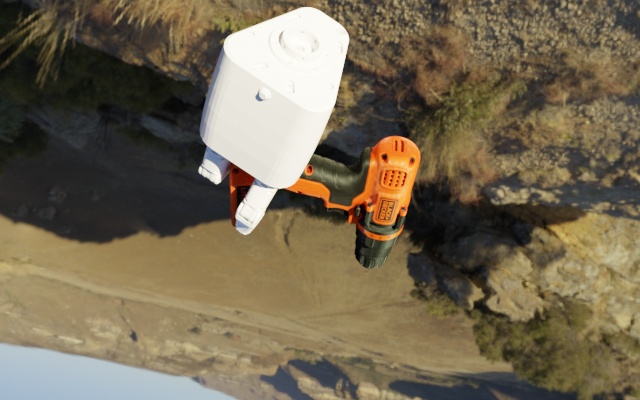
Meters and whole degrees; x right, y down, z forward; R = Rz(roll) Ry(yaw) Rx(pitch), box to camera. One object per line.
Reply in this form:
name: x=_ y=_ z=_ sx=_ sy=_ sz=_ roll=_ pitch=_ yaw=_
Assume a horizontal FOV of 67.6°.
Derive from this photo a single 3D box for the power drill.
power drill: x=0.000 y=0.001 z=0.515 sx=0.187 sy=0.185 sz=0.057 roll=7 pitch=44 yaw=-1
